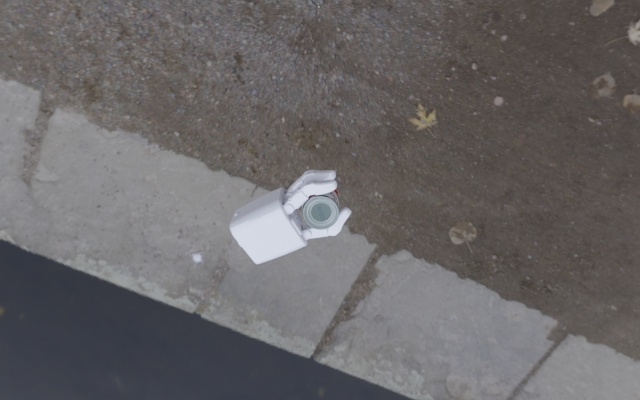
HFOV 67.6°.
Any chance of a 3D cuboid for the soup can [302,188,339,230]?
[{"bbox_3d":[0.001,0.003,0.883,0.068,0.068,0.102,0,22,0],"label":"soup can"}]
